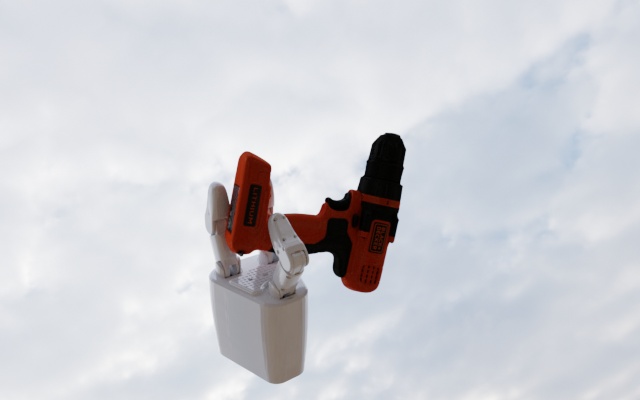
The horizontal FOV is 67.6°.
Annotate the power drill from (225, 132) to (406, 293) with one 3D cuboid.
[{"bbox_3d":[0.000,0.002,0.520,0.187,0.184,0.057,11,1,-18],"label":"power drill"}]
